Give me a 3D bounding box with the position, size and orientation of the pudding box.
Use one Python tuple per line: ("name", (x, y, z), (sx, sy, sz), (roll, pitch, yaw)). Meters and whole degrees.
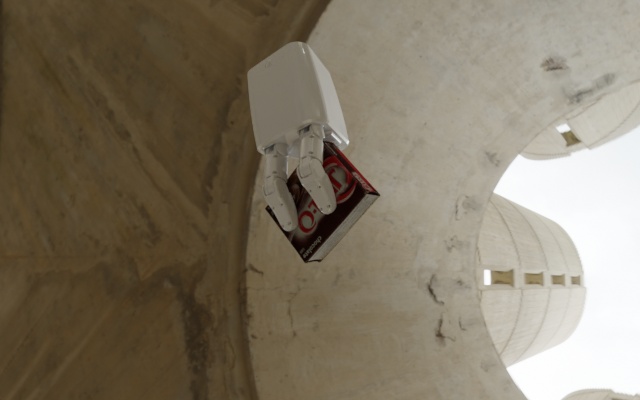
("pudding box", (0.000, 0.002, 0.547), (0.039, 0.113, 0.090), (6, 38, -53))
